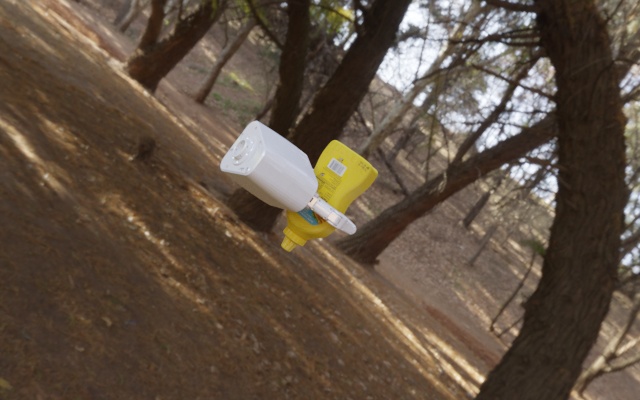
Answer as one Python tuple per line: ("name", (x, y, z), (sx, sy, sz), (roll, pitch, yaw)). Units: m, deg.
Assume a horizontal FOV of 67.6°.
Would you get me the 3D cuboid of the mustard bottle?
("mustard bottle", (0.000, 0.002, 0.772), (0.096, 0.191, 0.058), (39, 3, 30))
